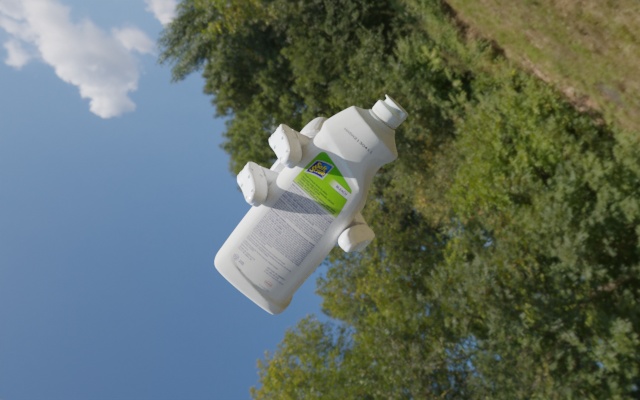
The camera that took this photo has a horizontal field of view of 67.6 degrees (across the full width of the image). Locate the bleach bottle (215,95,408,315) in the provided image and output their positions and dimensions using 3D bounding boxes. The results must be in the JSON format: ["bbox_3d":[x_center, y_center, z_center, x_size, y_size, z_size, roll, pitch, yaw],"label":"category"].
[{"bbox_3d":[0.000,0.002,0.496,0.102,0.251,0.068,40,19,-7],"label":"bleach bottle"}]
